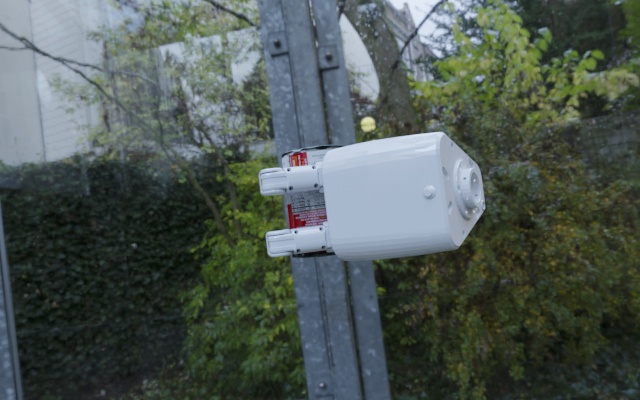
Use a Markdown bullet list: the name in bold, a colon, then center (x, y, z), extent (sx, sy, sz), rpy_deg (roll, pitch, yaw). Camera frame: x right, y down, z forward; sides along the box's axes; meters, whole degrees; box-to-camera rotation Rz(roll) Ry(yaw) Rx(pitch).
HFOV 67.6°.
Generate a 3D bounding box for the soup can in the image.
- **soup can**: center (0.000, 0.001, 0.469), extent (0.068, 0.102, 0.068), rpy_deg (-7, -2, 0)
